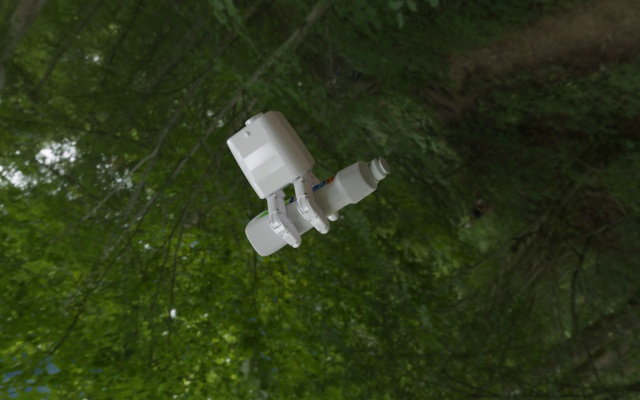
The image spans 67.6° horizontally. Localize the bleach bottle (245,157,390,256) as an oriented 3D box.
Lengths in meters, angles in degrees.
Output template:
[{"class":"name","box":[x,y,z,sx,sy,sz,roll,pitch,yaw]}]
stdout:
[{"class":"bleach bottle","box":[0.000,0.003,0.762,0.251,0.068,0.102,-30,5,26]}]
